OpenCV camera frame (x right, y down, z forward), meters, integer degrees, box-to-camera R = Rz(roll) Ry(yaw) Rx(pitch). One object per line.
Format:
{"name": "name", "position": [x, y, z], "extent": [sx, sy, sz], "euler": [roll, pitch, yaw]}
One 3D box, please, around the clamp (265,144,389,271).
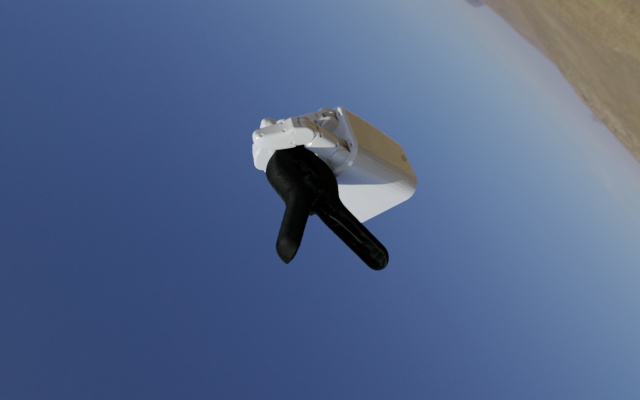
{"name": "clamp", "position": [0.000, 0.002, 0.469], "extent": [0.120, 0.171, 0.039], "euler": [22, -54, -34]}
